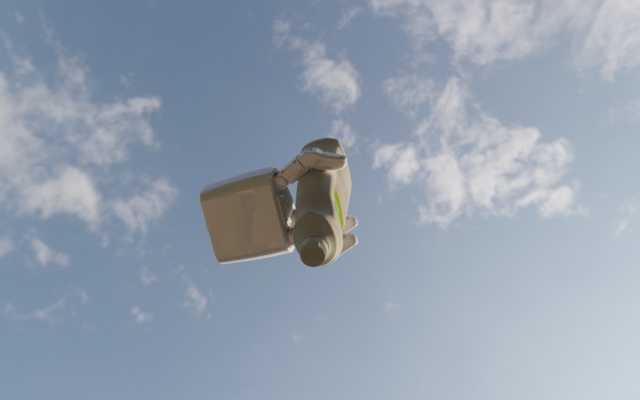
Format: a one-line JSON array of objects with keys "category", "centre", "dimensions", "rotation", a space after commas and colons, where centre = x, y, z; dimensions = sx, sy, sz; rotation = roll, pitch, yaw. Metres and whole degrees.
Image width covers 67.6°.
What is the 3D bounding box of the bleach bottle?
[{"category": "bleach bottle", "centre": [0.000, 0.002, 0.628], "dimensions": [0.068, 0.103, 0.250], "rotation": [-13, 22, 11]}]
